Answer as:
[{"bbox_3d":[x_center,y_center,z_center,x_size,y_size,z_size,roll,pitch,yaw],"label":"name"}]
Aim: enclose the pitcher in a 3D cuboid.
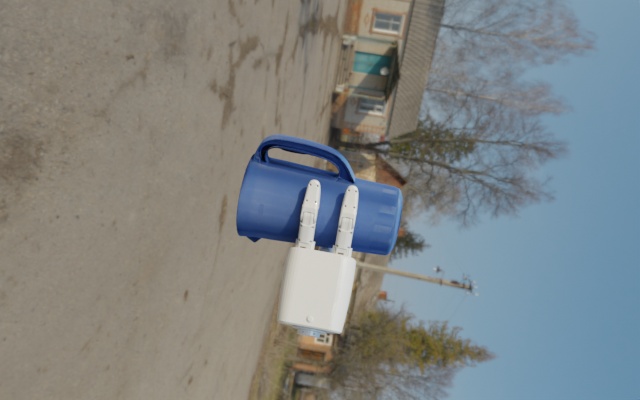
[{"bbox_3d":[0.000,0.003,0.739,0.243,0.145,0.149,10,-18,2],"label":"pitcher"}]
